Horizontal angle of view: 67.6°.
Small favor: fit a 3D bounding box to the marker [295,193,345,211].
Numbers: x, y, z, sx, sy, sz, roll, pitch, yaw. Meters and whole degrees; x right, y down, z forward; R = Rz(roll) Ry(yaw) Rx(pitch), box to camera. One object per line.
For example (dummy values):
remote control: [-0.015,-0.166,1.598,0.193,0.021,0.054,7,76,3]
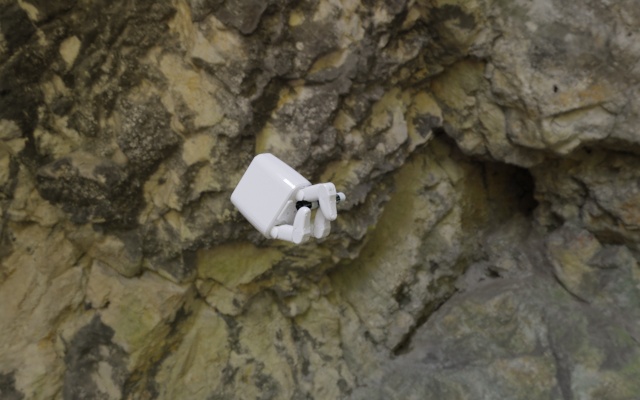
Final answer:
marker: [0.000,0.003,0.811,0.020,0.020,0.121,0,7,39]
